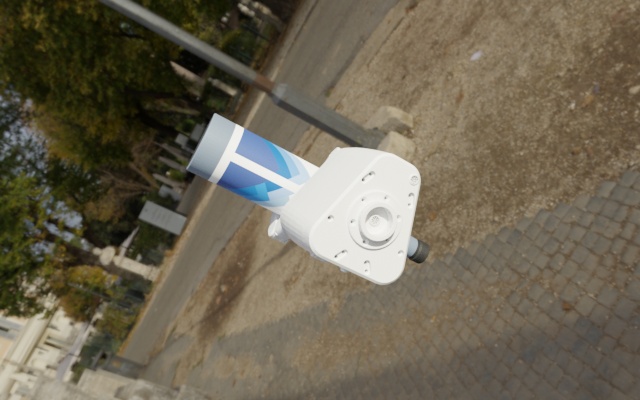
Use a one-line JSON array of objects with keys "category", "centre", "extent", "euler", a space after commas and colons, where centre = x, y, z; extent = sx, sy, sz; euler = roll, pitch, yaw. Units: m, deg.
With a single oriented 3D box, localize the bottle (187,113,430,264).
[{"category": "bottle", "centre": [0.000, 0.002, 0.542], "extent": [0.296, 0.069, 0.069], "euler": [27, -9, -17]}]
